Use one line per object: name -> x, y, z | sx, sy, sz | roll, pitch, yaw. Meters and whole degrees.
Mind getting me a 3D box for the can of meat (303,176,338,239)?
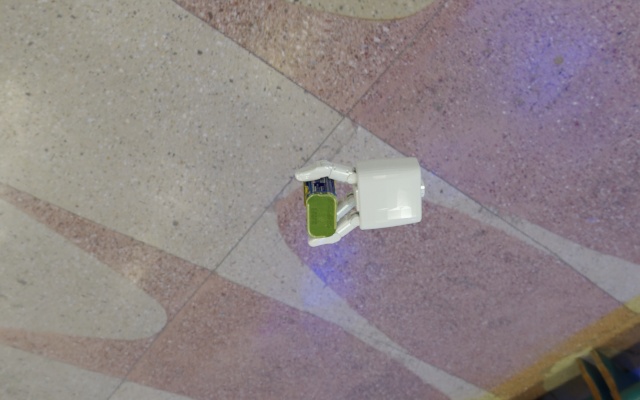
can of meat -> 0.000, 0.003, 0.823 | 0.057, 0.102, 0.084 | -3, 38, -3
